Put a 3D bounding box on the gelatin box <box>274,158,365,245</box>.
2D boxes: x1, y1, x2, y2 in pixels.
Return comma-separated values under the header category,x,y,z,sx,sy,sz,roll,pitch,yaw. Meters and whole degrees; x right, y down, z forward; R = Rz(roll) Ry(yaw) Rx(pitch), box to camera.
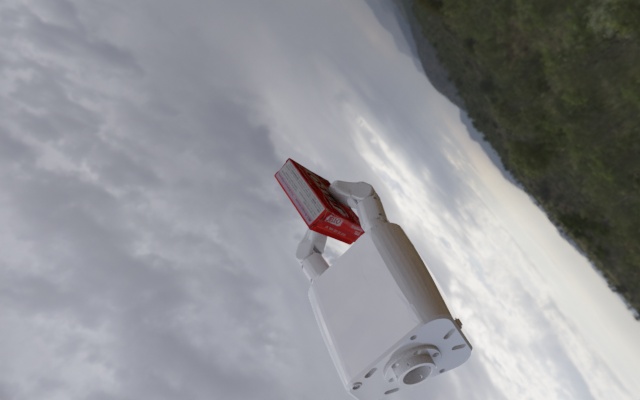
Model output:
category,x,y,z,sx,sy,sz,roll,pitch,yaw
gelatin box,0.000,0.002,0.507,0.073,0.030,0.089,27,20,-49
